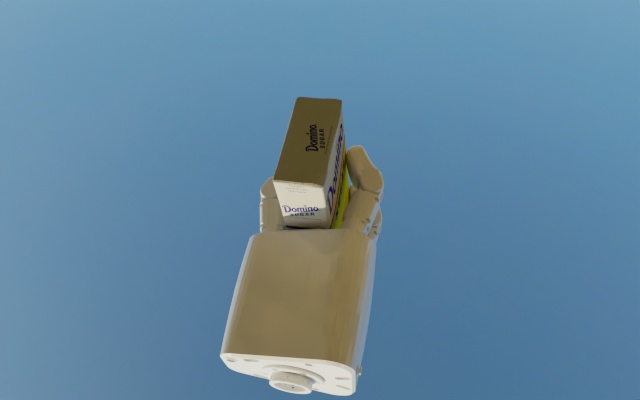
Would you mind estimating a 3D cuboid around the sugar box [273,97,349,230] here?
[{"bbox_3d":[0.001,0.002,0.441,0.048,0.093,0.176,6,-34,8],"label":"sugar box"}]
